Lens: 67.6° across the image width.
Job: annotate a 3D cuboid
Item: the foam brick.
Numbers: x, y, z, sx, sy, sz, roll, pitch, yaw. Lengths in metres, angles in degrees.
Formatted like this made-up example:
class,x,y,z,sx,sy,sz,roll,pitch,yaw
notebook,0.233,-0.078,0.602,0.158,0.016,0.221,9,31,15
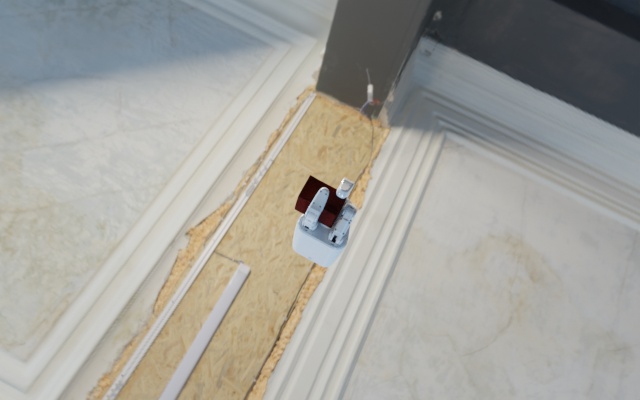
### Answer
class,x,y,z,sx,sy,sz,roll,pitch,yaw
foam brick,0.000,0.003,0.858,0.078,0.053,0.051,28,-30,4
